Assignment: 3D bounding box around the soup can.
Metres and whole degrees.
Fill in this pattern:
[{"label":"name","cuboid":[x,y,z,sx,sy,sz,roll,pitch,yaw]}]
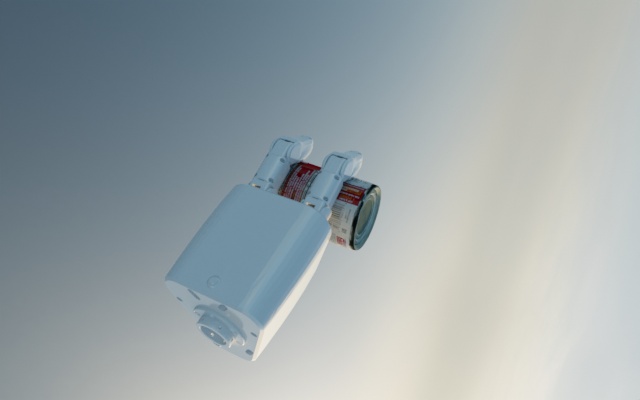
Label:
[{"label":"soup can","cuboid":[0.001,0.001,0.470,0.102,0.068,0.068,19,7,20]}]
